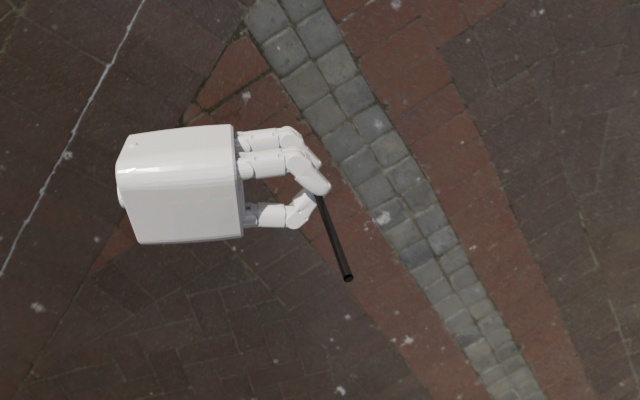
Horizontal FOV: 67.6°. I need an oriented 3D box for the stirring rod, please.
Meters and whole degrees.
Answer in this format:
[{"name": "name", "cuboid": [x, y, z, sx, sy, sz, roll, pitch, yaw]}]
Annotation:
[{"name": "stirring rod", "cuboid": [0.000, 0.002, 0.469, 0.011, 0.011, 0.239, 0, 29, -12]}]
